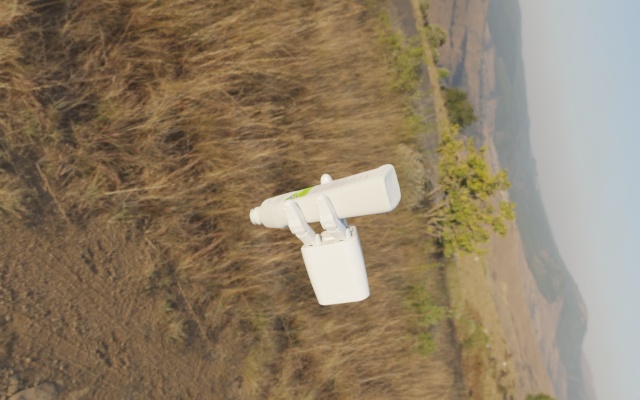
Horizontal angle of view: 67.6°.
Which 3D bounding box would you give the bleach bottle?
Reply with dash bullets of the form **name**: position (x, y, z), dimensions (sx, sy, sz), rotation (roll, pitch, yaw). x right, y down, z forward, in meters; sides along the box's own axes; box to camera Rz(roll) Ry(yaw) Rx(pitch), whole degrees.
- **bleach bottle**: position (0.000, 0.003, 0.799), dimensions (0.251, 0.068, 0.102), rotation (-12, 11, 22)
